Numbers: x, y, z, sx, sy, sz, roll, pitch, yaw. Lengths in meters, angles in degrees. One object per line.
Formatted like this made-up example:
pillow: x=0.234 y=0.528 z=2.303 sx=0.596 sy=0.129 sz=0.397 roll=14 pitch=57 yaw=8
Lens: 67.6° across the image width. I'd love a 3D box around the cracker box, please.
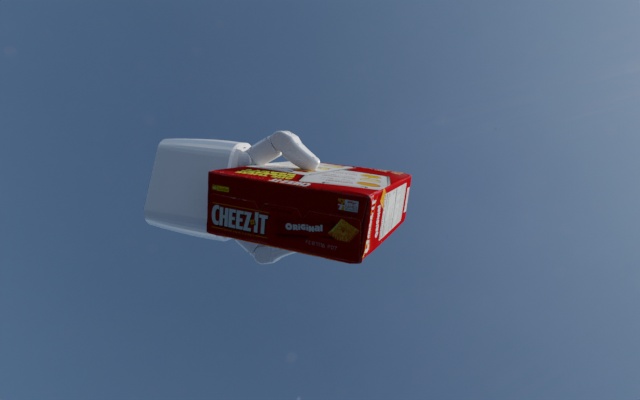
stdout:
cracker box: x=0.000 y=0.002 z=0.535 sx=0.164 sy=0.072 sz=0.213 roll=9 pitch=11 yaw=19
